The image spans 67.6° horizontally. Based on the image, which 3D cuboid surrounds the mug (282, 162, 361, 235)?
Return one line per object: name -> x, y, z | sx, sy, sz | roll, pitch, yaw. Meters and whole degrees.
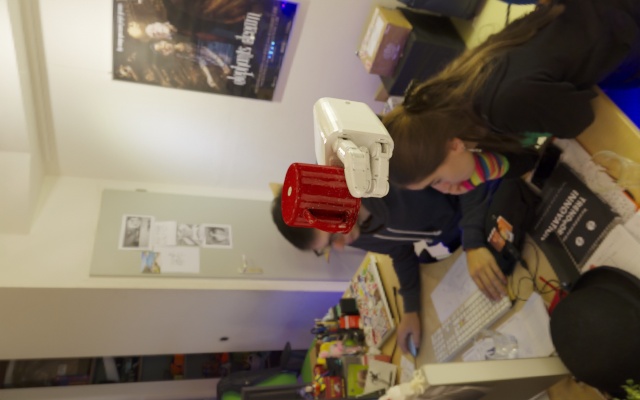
mug -> 0.000, 0.003, 0.605 | 0.081, 0.093, 0.117 | 5, 35, -18
